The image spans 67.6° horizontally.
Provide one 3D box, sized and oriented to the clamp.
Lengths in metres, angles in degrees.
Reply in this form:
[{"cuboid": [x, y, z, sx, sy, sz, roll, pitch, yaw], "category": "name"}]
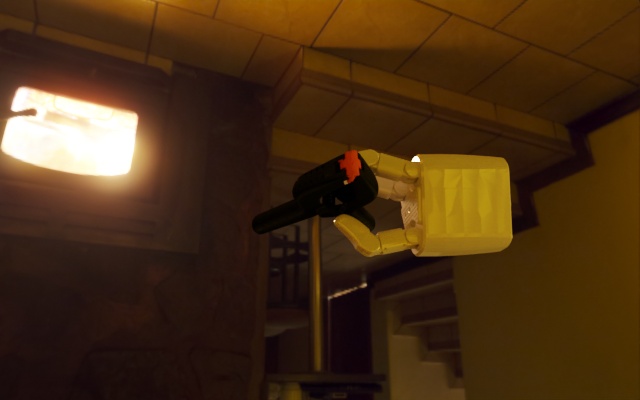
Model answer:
[{"cuboid": [0.000, 0.002, 0.552, 0.164, 0.036, 0.210, -3, -20, -7], "category": "clamp"}]
